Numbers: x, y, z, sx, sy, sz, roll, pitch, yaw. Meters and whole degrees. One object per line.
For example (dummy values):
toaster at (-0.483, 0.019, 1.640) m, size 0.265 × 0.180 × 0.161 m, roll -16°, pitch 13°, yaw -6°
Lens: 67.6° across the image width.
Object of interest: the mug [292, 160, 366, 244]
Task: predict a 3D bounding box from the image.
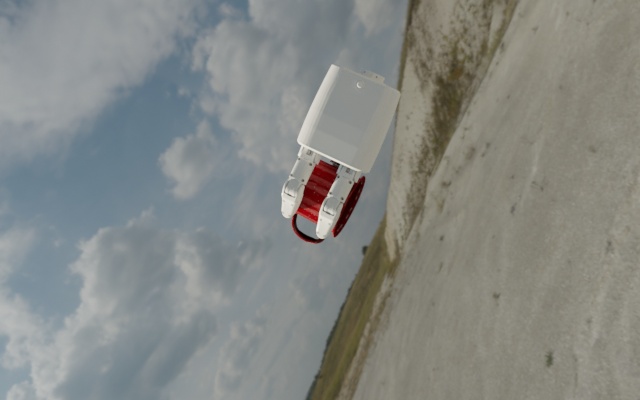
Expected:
mug at (-0.001, 0.003, 0.658) m, size 0.081 × 0.117 × 0.093 m, roll 27°, pitch 11°, yaw 11°
